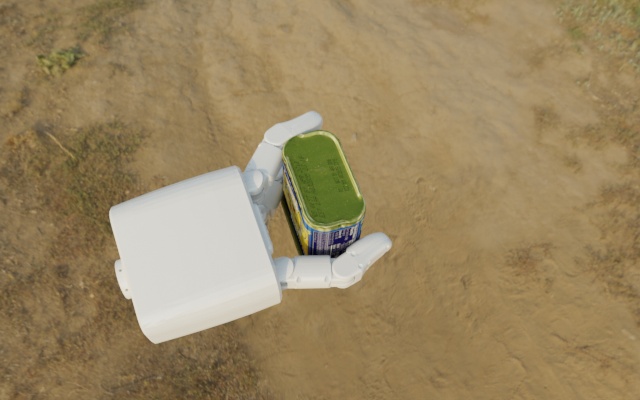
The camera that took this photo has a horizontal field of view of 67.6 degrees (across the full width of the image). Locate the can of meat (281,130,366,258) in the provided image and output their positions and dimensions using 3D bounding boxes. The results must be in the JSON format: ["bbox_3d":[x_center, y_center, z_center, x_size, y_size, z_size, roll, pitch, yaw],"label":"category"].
[{"bbox_3d":[0.000,0.001,0.422,0.057,0.102,0.084,-15,-30,-11],"label":"can of meat"}]
